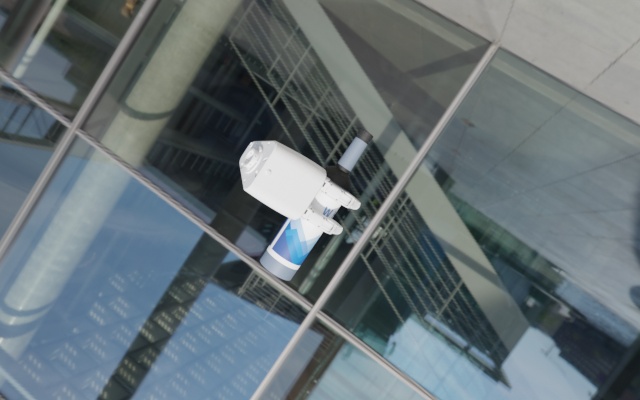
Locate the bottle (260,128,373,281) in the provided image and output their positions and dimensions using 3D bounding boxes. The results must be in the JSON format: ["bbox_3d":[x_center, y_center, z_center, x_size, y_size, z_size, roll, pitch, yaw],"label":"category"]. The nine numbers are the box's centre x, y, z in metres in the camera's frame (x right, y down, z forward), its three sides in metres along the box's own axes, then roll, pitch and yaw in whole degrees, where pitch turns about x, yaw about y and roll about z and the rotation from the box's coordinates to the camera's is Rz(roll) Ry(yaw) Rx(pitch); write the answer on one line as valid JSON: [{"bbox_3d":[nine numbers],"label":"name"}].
[{"bbox_3d":[0.000,0.003,0.846,0.069,0.296,0.069,33,5,-3],"label":"bottle"}]
